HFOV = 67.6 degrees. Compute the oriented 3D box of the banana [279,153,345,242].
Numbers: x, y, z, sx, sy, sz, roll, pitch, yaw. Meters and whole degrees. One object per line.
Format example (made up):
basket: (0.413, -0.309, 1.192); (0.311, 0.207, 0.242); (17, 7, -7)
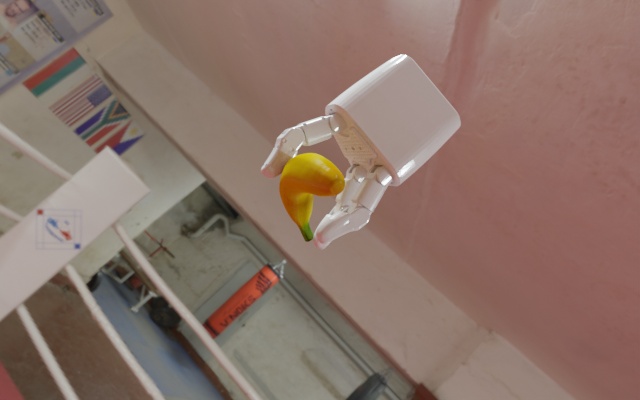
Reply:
banana: (-0.012, -0.012, 0.477); (0.037, 0.069, 0.198); (-38, -8, -15)
